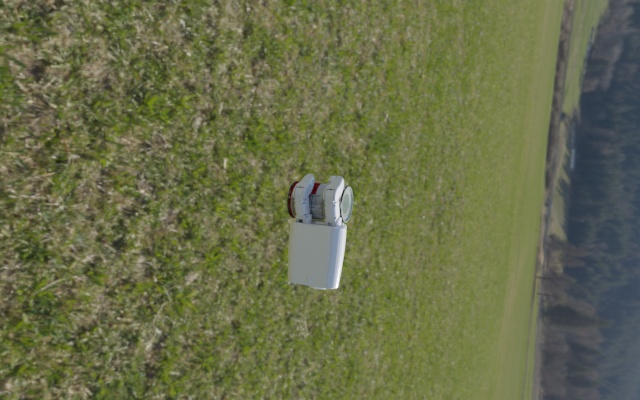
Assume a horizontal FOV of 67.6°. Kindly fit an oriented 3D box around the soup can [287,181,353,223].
[{"bbox_3d":[0.000,0.002,0.852,0.102,0.068,0.068,6,2,21],"label":"soup can"}]
